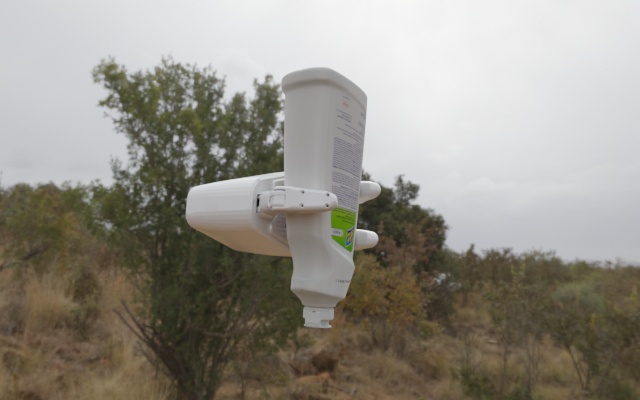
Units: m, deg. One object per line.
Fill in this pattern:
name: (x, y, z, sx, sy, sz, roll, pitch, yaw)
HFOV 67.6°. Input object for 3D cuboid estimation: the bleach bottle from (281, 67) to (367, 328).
bleach bottle: (0.000, 0.002, 0.491, 0.068, 0.251, 0.102, -2, -10, 34)
